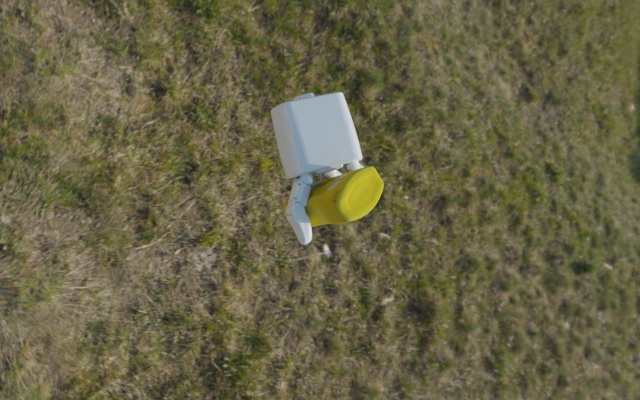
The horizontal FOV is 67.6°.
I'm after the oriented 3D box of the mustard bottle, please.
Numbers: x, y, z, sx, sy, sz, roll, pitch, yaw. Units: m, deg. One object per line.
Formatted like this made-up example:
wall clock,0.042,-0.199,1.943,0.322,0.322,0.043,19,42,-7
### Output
mustard bottle,0.000,0.003,0.721,0.191,0.058,0.096,-13,27,52
